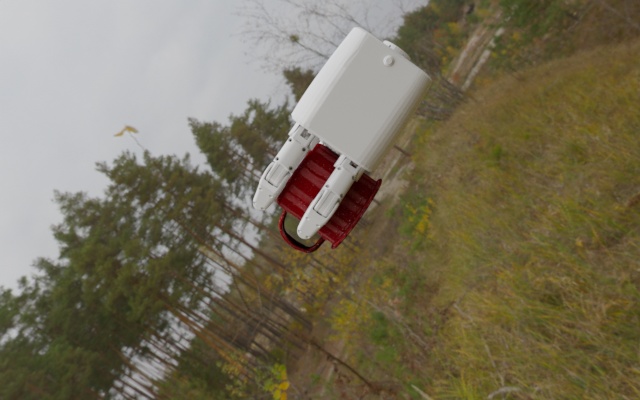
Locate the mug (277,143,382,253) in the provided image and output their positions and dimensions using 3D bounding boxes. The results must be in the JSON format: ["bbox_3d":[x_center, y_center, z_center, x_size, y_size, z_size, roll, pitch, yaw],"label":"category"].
[{"bbox_3d":[-0.001,0.003,0.519,0.081,0.117,0.093,35,9,-2],"label":"mug"}]
